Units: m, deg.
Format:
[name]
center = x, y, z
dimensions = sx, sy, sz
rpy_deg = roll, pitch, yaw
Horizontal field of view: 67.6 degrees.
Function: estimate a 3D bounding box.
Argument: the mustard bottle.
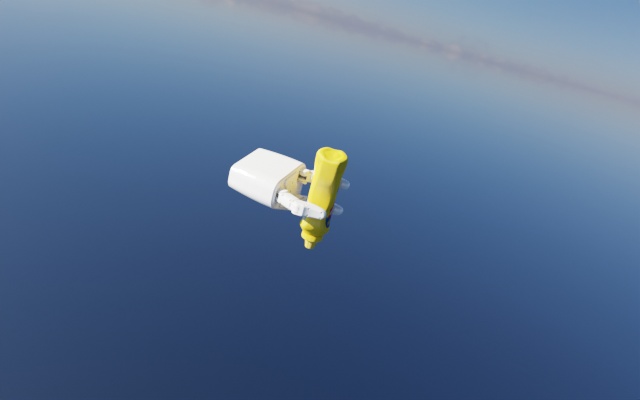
[mustard bottle]
center = 0.001, 0.003, 0.889
dimensions = 0.058, 0.192, 0.096
rpy_deg = 14, 20, -1
